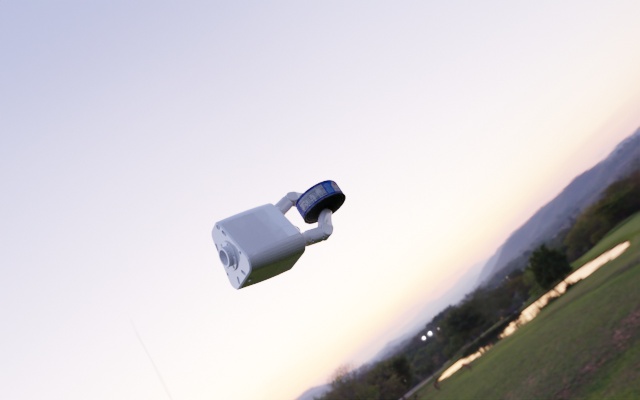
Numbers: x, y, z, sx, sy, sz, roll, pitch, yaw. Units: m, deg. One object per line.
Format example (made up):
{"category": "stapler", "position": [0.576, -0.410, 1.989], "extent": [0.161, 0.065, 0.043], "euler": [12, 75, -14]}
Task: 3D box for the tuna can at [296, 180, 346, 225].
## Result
{"category": "tuna can", "position": [0.000, 0.002, 0.833], "extent": [0.086, 0.033, 0.086], "euler": [-28, -23, -13]}
